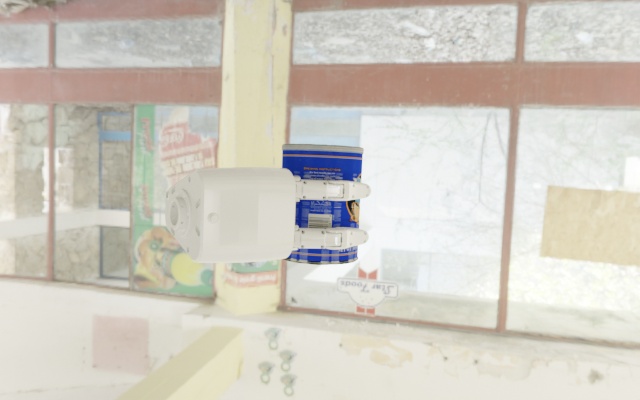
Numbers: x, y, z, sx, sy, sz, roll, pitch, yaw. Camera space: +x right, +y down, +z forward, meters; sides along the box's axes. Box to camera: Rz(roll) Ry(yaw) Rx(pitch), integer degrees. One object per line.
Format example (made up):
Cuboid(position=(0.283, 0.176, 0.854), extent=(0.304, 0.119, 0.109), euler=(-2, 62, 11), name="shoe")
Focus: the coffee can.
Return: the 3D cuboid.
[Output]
Cuboid(position=(0.000, 0.002, 0.602), extent=(0.103, 0.140, 0.103), euler=(2, 4, 0), name="coffee can")
